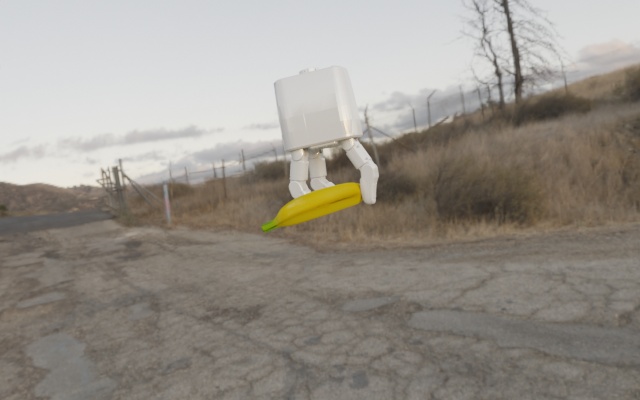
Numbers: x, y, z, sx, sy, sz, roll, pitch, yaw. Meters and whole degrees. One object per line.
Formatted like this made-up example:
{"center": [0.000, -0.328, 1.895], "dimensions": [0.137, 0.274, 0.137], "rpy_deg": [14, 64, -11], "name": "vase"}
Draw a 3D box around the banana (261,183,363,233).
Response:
{"center": [0.009, 0.000, 0.681], "dimensions": [0.198, 0.037, 0.069], "rpy_deg": [-17, 2, -40], "name": "banana"}
